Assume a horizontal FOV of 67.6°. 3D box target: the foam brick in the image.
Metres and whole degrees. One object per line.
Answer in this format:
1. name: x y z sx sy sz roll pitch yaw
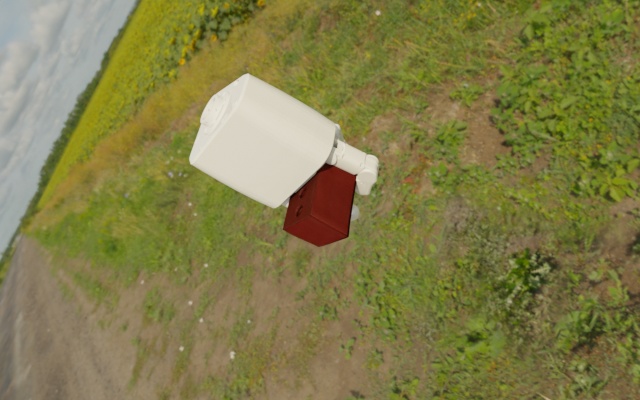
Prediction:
1. foam brick: 0.000 0.002 0.509 0.051 0.078 0.053 28 -34 -28
